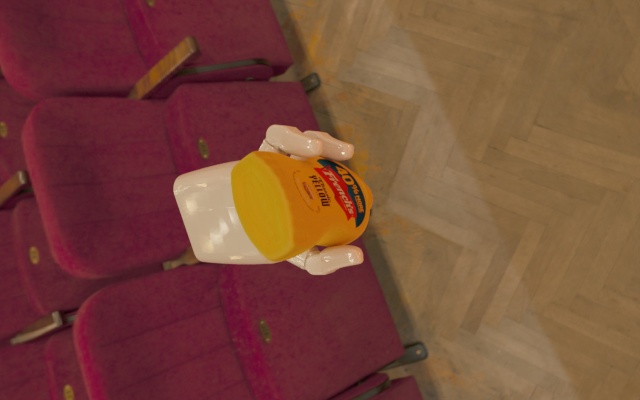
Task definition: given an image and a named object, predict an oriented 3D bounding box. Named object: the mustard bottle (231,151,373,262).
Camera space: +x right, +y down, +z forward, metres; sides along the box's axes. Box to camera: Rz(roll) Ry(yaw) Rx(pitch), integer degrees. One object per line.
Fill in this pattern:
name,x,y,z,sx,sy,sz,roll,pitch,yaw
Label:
mustard bottle,0.000,0.001,0.482,0.058,0.096,0.191,-34,-16,30
